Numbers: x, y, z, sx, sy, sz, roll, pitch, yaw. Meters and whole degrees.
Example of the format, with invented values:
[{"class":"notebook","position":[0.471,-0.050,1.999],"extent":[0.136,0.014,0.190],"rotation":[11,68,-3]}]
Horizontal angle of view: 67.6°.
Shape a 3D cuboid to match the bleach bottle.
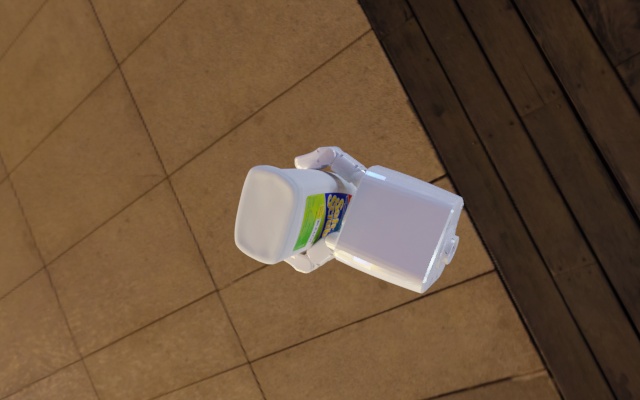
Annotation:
[{"class":"bleach bottle","position":[0.000,0.002,0.589],"extent":[0.068,0.102,0.251],"rotation":[24,18,24]}]
